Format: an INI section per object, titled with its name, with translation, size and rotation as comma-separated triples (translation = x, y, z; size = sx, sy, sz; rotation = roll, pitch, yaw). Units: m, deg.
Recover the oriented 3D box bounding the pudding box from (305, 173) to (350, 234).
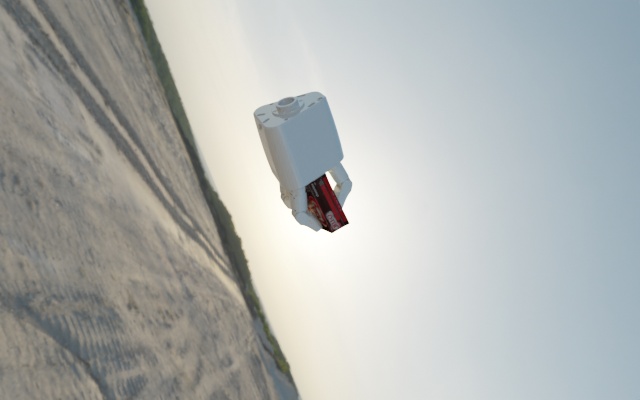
[pudding box]
translation = 0.000, 0.002, 0.777
size = 0.039, 0.090, 0.113
rotation = -26, 7, -9
